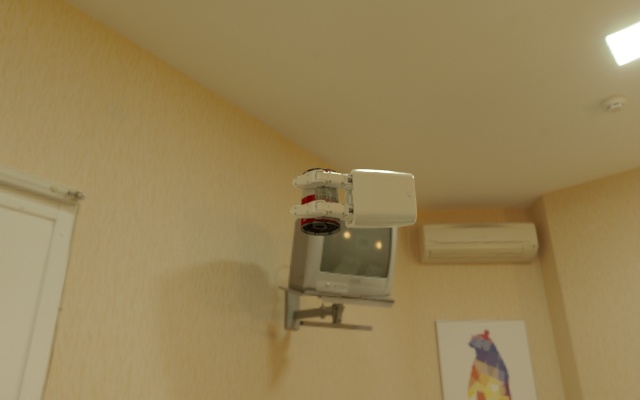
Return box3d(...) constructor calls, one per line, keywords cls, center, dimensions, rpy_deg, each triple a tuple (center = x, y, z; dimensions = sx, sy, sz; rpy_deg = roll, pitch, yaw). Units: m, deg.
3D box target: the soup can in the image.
box3d(cls="soup can", center=(0.000, 0.002, 0.829), dimensions=(0.068, 0.102, 0.068), rpy_deg=(0, -22, 0))
